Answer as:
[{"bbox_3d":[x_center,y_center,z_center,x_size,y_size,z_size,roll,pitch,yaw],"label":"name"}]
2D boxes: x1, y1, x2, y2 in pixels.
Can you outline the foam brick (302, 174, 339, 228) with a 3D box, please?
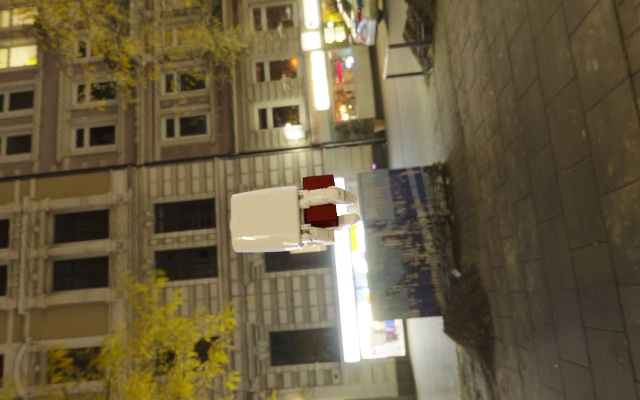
[{"bbox_3d":[0.000,0.002,0.772,0.051,0.078,0.053,-5,-16,4],"label":"foam brick"}]
